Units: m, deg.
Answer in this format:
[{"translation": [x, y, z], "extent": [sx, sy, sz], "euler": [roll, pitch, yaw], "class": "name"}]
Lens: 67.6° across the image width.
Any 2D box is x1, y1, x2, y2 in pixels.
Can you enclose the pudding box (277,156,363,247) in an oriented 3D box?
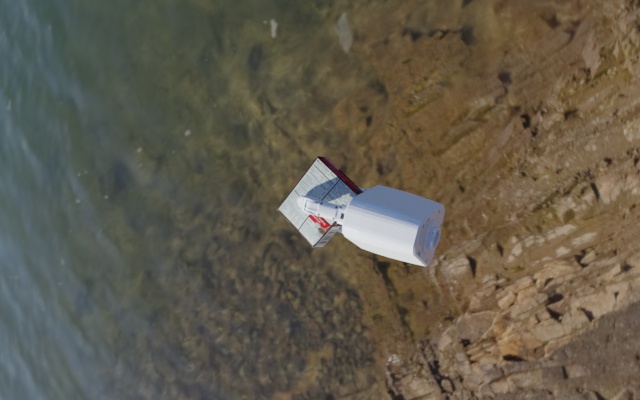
[{"translation": [0.000, 0.002, 0.730], "extent": [0.090, 0.113, 0.039], "euler": [46, 18, 19], "class": "pudding box"}]
